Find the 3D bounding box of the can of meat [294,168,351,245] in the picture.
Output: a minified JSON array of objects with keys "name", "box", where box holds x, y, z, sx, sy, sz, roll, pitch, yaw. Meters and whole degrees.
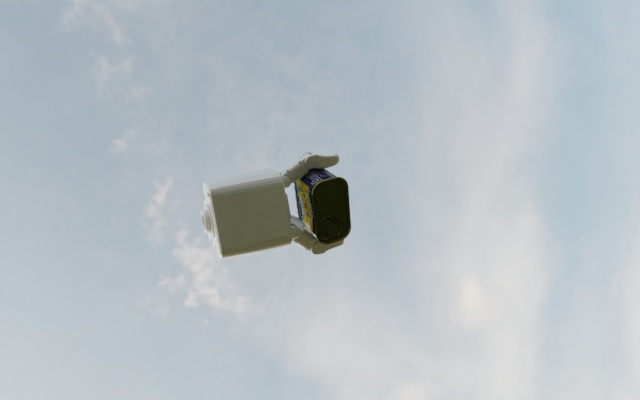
[{"name":"can of meat","box":[0.000,0.002,0.722,0.057,0.102,0.084,-15,26,-20]}]
